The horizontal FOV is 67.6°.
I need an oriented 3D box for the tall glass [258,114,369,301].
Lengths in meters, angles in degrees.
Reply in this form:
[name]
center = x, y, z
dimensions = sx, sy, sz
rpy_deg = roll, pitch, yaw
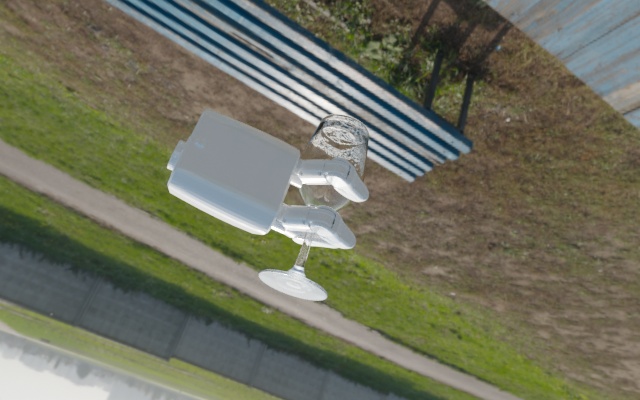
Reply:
[tall glass]
center = 0.000, 0.002, 0.526
dimensions = 0.079, 0.201, 0.079
rpy_deg = 15, -26, 8
